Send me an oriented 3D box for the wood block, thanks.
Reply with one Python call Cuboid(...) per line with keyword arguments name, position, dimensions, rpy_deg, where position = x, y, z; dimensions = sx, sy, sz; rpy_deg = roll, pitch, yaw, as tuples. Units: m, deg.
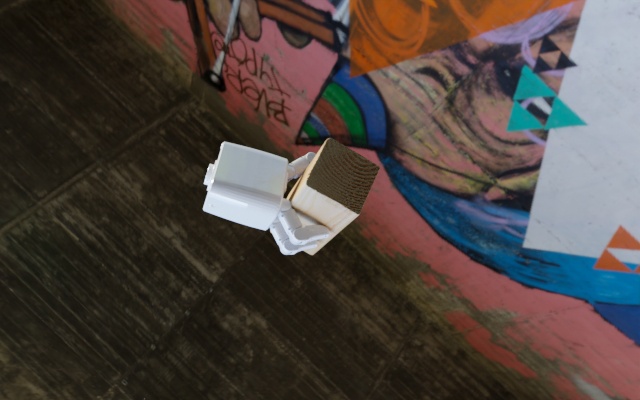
Cuboid(name="wood block", position=(0.000, 0.002, 0.757), dimensions=(0.090, 0.090, 0.206), rpy_deg=(29, -28, -7))
